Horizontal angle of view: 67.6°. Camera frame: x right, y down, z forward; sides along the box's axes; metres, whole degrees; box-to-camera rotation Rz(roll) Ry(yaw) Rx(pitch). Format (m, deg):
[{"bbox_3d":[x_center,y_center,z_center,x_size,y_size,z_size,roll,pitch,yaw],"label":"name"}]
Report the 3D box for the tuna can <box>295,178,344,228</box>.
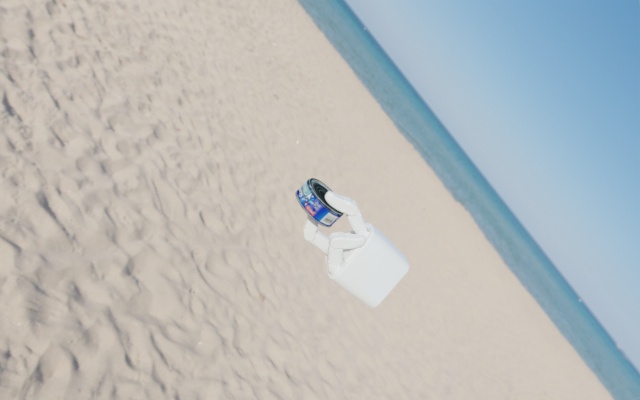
[{"bbox_3d":[0.000,0.002,0.811,0.034,0.086,0.086,-44,-17,19],"label":"tuna can"}]
